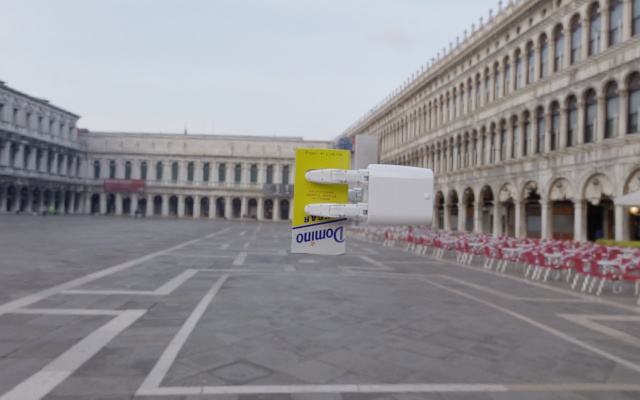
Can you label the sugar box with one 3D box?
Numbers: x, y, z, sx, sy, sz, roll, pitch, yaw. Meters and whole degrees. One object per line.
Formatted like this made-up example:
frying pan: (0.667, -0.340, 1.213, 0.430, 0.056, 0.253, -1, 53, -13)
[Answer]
sugar box: (0.000, 0.003, 0.805, 0.093, 0.176, 0.048, 2, -2, -1)
